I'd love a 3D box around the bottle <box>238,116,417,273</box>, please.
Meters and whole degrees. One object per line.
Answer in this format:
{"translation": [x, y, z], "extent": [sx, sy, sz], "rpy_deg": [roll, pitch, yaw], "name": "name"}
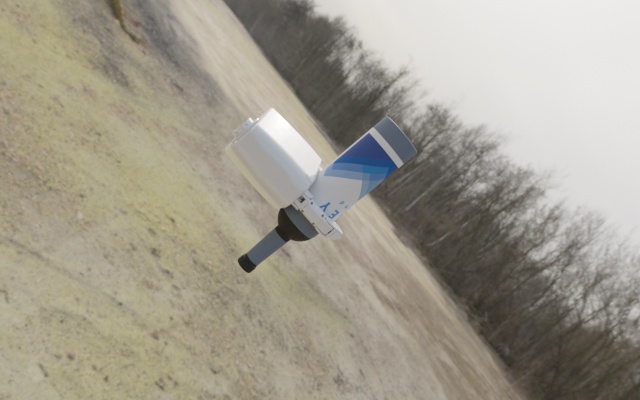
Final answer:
{"translation": [0.000, 0.002, 0.678], "extent": [0.296, 0.069, 0.069], "rpy_deg": [-40, -6, 7], "name": "bottle"}
